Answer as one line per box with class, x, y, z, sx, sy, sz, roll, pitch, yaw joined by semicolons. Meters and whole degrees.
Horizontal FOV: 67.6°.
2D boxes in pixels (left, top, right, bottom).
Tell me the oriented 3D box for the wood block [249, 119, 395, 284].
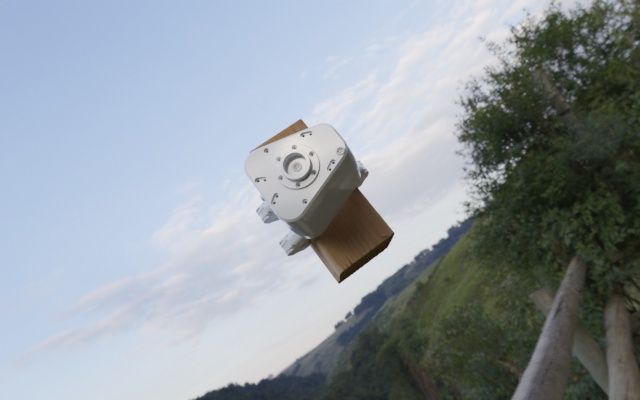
wood block;0.000;0.002;0.667;0.091;0.206;0.090;-35;-16;-10
